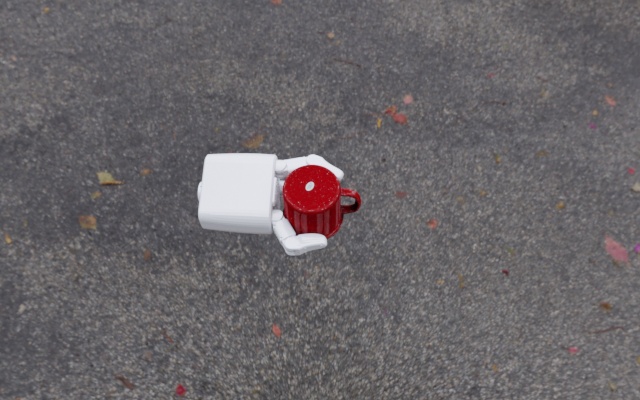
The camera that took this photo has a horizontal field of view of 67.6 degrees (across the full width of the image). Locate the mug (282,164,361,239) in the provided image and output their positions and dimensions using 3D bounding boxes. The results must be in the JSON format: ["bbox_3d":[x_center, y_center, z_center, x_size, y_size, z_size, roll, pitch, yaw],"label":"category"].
[{"bbox_3d":[0.002,0.002,0.689,0.117,0.093,0.081,1,-30,2],"label":"mug"}]
